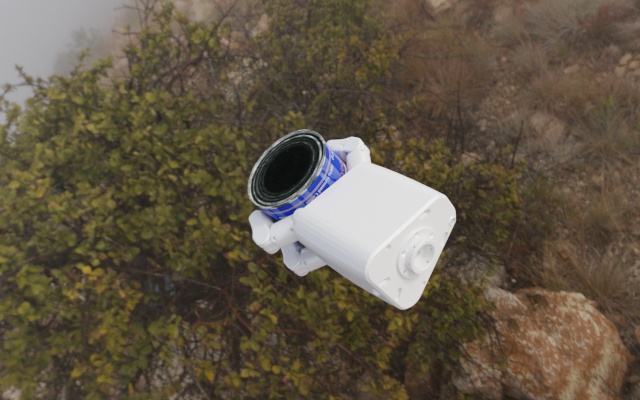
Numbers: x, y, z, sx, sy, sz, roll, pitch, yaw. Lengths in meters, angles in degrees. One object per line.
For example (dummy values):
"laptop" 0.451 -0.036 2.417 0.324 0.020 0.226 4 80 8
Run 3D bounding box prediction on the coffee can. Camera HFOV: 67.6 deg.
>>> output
"coffee can" 0.000 0.002 0.552 0.103 0.102 0.140 0 -32 40
